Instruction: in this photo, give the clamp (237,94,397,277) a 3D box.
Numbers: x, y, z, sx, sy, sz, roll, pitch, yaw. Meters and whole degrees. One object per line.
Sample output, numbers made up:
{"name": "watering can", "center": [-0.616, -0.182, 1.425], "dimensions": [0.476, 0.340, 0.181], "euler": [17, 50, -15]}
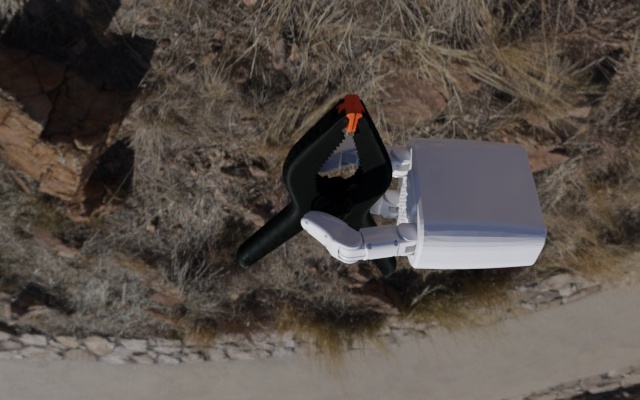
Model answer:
{"name": "clamp", "center": [0.000, 0.002, 0.433], "dimensions": [0.164, 0.210, 0.036], "euler": [-1, 44, -4]}
